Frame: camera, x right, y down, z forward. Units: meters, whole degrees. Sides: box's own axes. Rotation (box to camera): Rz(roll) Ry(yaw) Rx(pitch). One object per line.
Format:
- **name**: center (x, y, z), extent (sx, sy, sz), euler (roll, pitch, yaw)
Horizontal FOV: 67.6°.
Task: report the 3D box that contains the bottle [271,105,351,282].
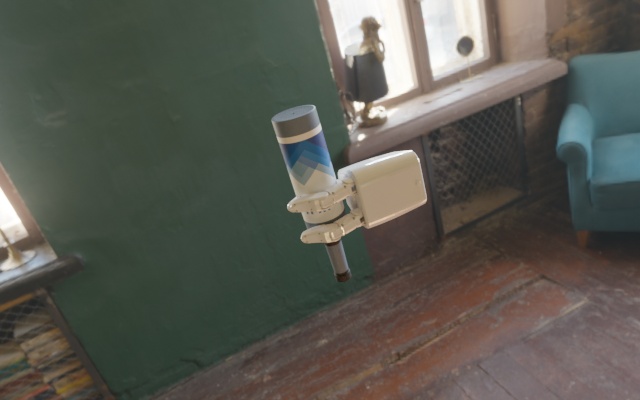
- **bottle**: center (0.000, 0.002, 0.747), extent (0.069, 0.296, 0.069), euler (-14, 25, 7)
